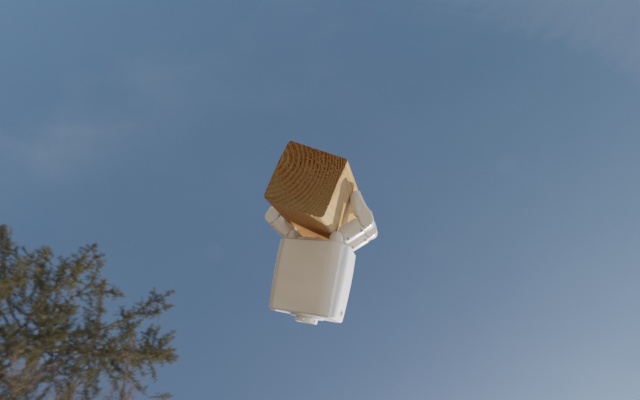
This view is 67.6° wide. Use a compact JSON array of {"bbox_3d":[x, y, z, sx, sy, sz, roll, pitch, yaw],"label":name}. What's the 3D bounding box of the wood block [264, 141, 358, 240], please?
[{"bbox_3d":[0.000,0.003,0.723,0.091,0.090,0.206,19,-14,17],"label":"wood block"}]
